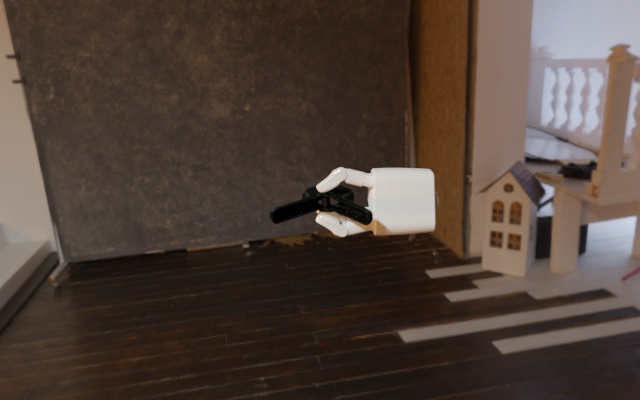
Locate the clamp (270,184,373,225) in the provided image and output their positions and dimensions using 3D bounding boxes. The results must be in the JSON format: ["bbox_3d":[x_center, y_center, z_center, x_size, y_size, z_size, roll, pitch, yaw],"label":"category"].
[{"bbox_3d":[0.000,0.002,0.841,0.164,0.036,0.210,0,16,0],"label":"clamp"}]
